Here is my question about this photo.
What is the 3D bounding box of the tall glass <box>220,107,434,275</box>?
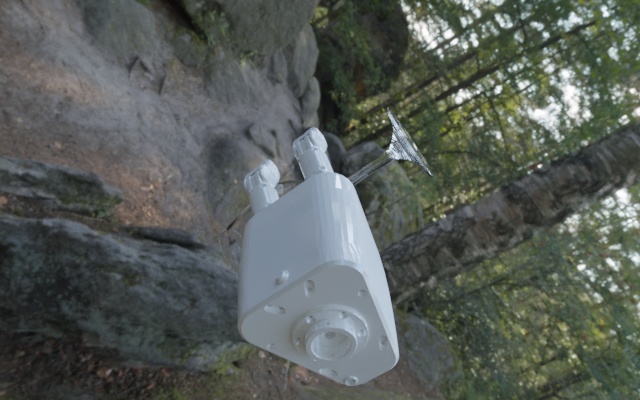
[{"bbox_3d":[0.001,0.001,0.449,0.201,0.079,0.079,-34,-10,16],"label":"tall glass"}]
